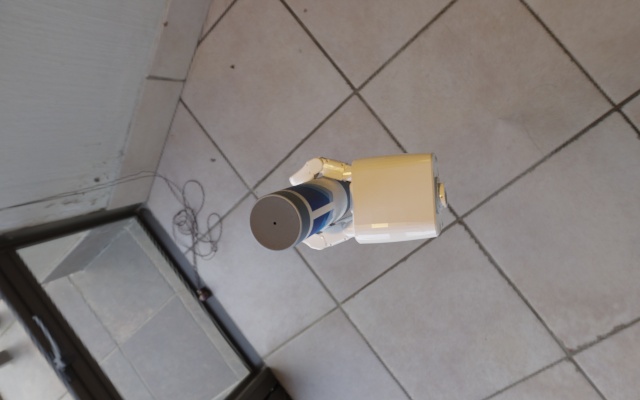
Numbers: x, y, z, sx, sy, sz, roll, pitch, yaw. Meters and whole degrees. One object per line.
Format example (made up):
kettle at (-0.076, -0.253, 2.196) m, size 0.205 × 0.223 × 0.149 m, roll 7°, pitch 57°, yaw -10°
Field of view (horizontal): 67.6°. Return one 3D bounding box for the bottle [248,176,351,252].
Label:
bottle at (0.000, 0.002, 0.664) m, size 0.069 × 0.069 × 0.295 m, roll 0°, pitch 9°, yaw 21°
